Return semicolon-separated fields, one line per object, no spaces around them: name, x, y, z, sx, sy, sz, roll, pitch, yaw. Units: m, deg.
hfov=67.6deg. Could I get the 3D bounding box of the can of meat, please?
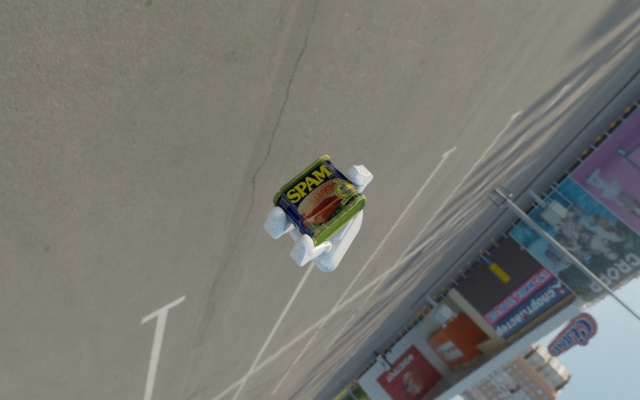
can of meat;0.000;0.002;0.657;0.102;0.084;0.057;-39;-18;-13
